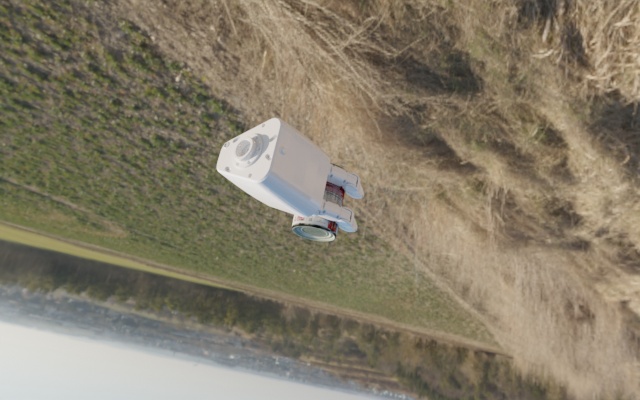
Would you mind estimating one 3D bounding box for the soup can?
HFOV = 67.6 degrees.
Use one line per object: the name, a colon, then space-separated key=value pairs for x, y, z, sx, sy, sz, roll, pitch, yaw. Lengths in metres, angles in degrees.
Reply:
soup can: x=0.000 y=0.003 z=0.711 sx=0.068 sy=0.102 sz=0.068 roll=10 pitch=-21 yaw=4
